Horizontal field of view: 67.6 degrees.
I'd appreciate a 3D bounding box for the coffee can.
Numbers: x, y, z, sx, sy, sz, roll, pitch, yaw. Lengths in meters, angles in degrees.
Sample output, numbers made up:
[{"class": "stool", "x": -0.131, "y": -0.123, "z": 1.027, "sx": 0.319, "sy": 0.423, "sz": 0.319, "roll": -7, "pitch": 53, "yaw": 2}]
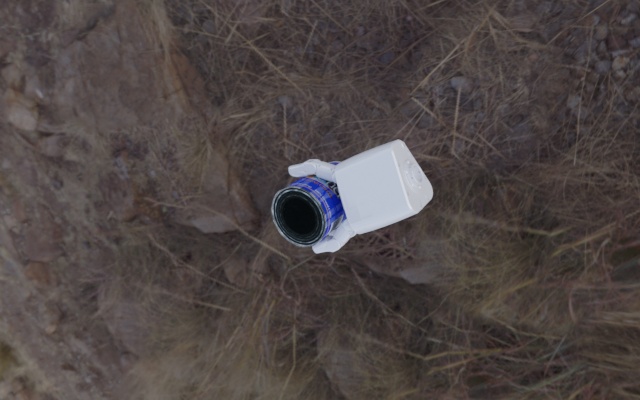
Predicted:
[{"class": "coffee can", "x": 0.000, "y": 0.003, "z": 0.798, "sx": 0.103, "sy": 0.103, "sz": 0.140, "roll": 0, "pitch": 20, "yaw": 33}]
